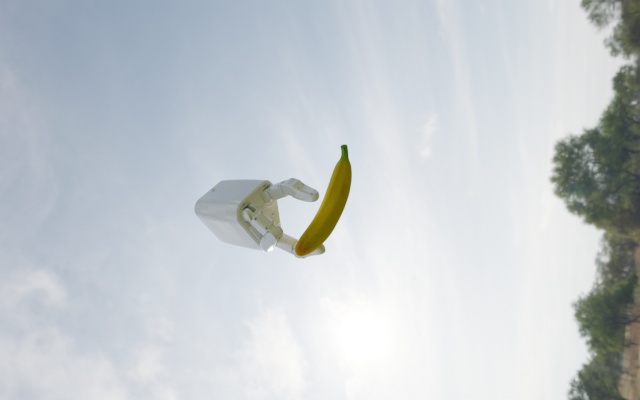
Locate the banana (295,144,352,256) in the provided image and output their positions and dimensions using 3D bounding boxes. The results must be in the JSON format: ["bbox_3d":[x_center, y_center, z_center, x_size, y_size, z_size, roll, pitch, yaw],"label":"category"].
[{"bbox_3d":[0.010,0.009,0.754,0.037,0.197,0.070,4,-29,35],"label":"banana"}]
